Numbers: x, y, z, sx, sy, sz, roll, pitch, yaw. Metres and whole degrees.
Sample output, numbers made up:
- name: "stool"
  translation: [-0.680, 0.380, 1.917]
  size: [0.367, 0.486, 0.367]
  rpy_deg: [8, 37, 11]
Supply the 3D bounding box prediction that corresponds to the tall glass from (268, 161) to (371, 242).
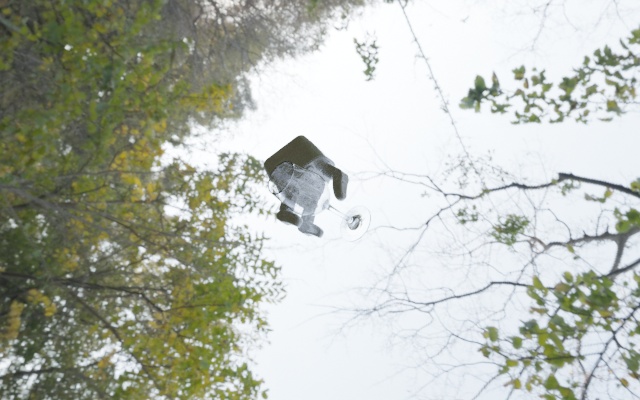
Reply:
- name: "tall glass"
  translation: [0.001, 0.003, 0.849]
  size: [0.079, 0.079, 0.201]
  rpy_deg: [0, -24, 47]
